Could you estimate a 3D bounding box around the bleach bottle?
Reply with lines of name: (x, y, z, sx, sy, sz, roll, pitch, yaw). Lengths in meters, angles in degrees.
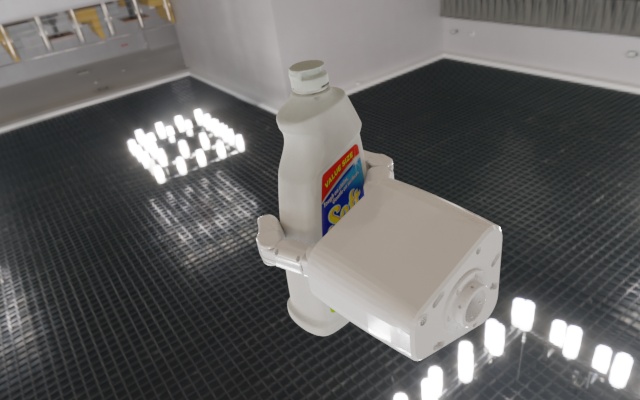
bleach bottle: (0.000, 0.001, 0.442, 0.102, 0.251, 0.068, -31, 38, -32)
